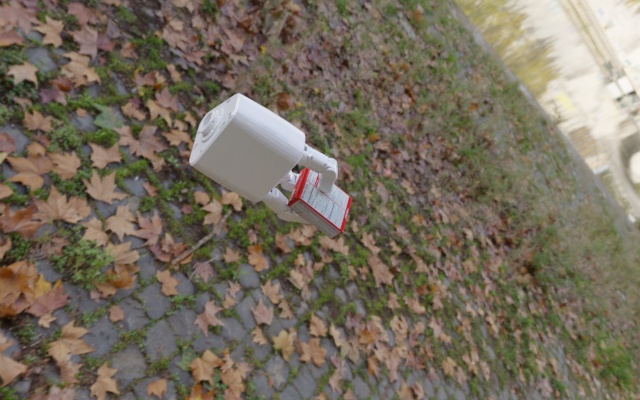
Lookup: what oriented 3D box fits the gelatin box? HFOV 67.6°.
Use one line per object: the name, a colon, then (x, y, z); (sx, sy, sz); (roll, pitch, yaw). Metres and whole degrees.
gelatin box: (0.001, 0.002, 0.698); (0.089, 0.073, 0.030); (38, -48, -19)
